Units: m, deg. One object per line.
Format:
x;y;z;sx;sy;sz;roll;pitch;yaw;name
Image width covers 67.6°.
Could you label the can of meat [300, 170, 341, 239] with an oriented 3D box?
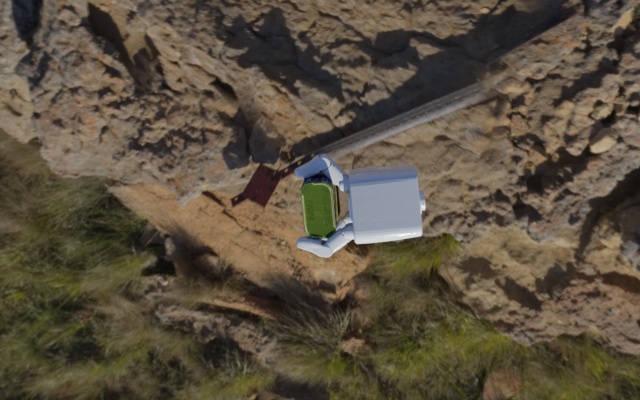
0.000;0.003;0.779;0.057;0.102;0.084;-4;20;6;can of meat
